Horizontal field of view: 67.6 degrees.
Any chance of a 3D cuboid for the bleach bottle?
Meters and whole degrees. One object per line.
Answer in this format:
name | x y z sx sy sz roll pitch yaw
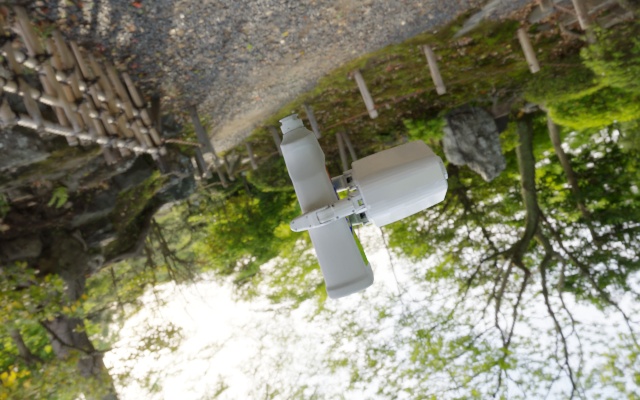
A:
bleach bottle | 0.000 0.002 0.662 0.068 0.251 0.102 -21 3 6
